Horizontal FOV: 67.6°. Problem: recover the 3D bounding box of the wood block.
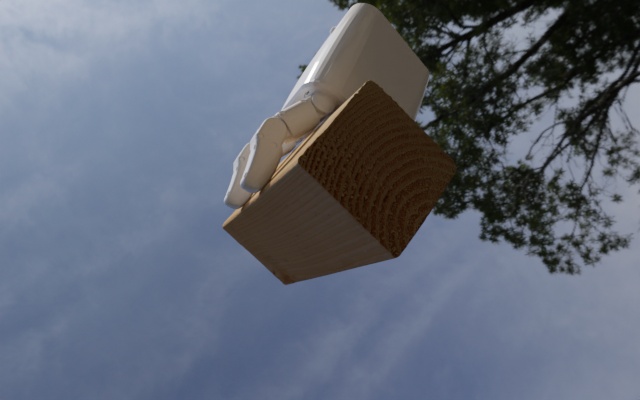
[{"bbox_3d":[0.000,0.001,0.401,0.091,0.090,0.206,43,-26,-8],"label":"wood block"}]
